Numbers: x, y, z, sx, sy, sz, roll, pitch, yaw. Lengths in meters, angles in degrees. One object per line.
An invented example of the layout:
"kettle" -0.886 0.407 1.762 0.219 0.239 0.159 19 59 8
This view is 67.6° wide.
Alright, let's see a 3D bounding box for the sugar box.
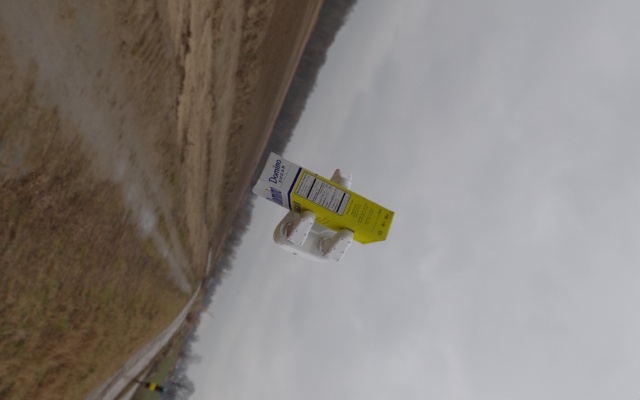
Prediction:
"sugar box" 0.000 0.003 0.623 0.176 0.048 0.093 23 -14 -8
